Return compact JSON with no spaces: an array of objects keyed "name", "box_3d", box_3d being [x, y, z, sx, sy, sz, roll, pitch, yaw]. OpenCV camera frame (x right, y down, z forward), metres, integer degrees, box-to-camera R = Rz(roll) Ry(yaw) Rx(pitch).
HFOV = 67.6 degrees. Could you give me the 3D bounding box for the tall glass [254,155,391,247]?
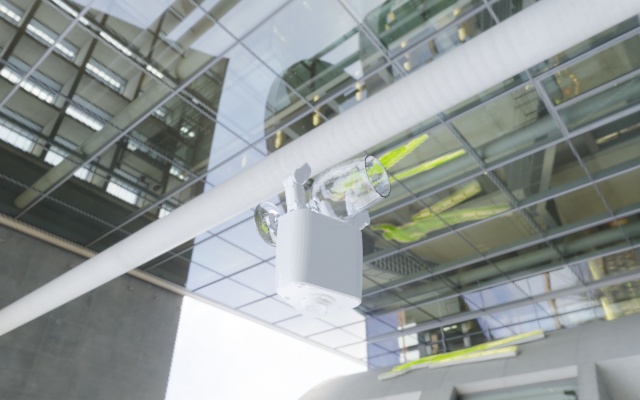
[{"name":"tall glass","box_3d":[0.000,0.002,0.687,0.201,0.079,0.079,-25,-14,32]}]
